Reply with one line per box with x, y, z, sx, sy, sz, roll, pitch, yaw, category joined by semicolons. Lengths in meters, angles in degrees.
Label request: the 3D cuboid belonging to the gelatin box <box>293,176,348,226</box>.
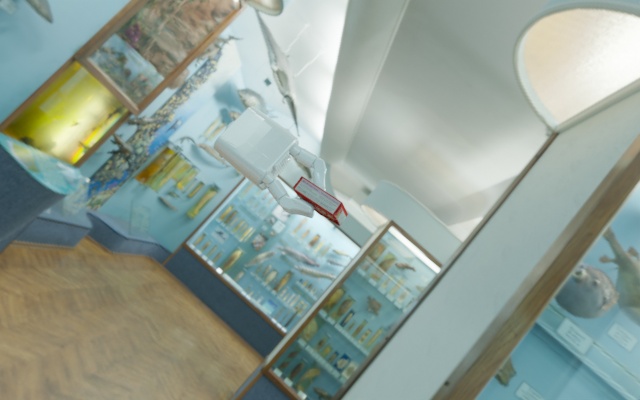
0.001;0.002;0.822;0.089;0.030;0.073;33;-9;18;gelatin box
